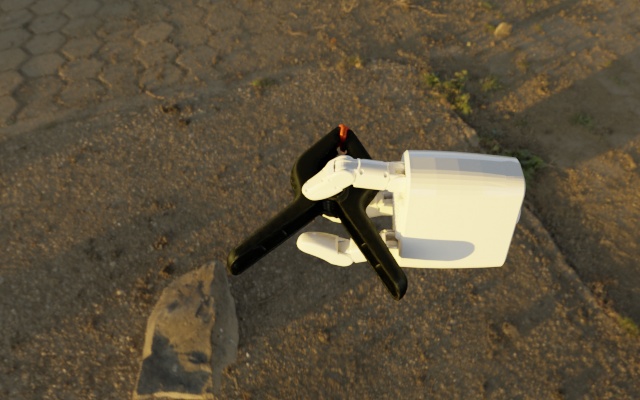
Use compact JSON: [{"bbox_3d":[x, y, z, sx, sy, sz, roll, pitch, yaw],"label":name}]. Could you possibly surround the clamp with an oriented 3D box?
[{"bbox_3d":[0.000,0.001,0.485,0.164,0.209,0.036,3,-39,1],"label":"clamp"}]
